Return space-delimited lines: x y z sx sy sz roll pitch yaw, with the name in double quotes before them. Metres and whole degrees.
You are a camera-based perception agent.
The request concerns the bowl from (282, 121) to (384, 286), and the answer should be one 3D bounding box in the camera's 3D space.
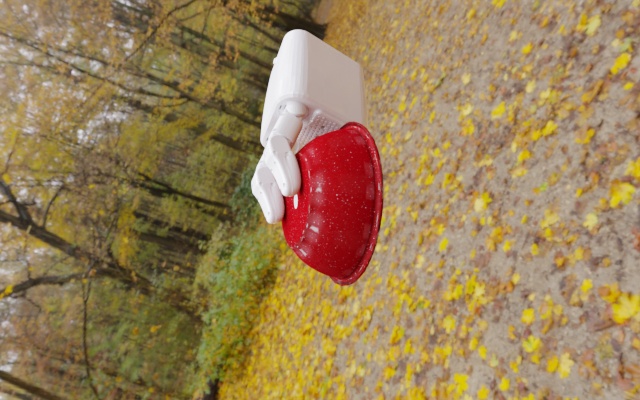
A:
"bowl" 0.000 0.002 0.463 0.055 0.162 0.162 3 -1 -21
